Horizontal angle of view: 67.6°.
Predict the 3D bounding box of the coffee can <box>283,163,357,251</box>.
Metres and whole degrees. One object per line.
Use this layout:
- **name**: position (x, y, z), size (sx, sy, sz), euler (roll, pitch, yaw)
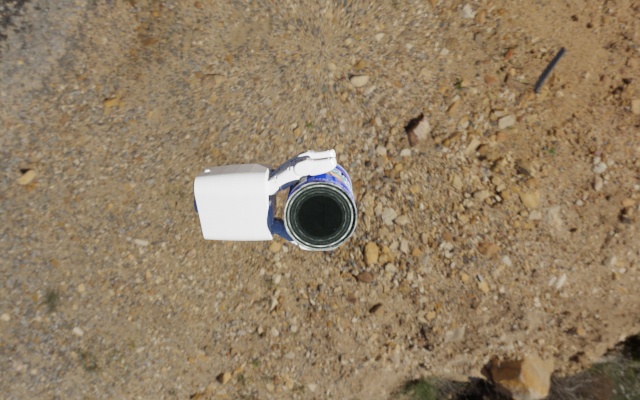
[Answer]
- **coffee can**: position (0.000, 0.002, 0.724), size (0.103, 0.103, 0.140), euler (0, 17, 0)
